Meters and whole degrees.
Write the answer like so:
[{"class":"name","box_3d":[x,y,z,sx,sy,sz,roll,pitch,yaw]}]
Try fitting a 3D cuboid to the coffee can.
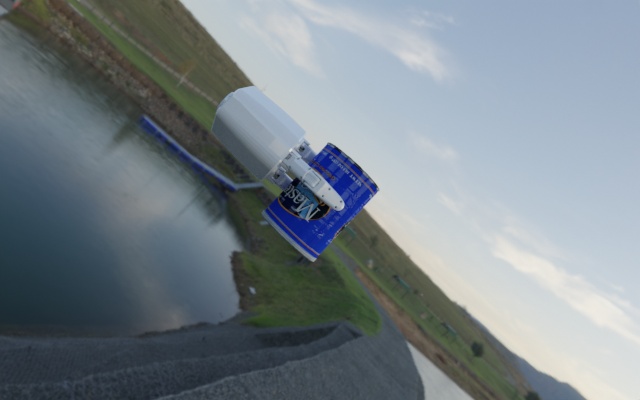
[{"class":"coffee can","box_3d":[0.000,0.002,0.685,0.103,0.140,0.103,43,-1,1]}]
